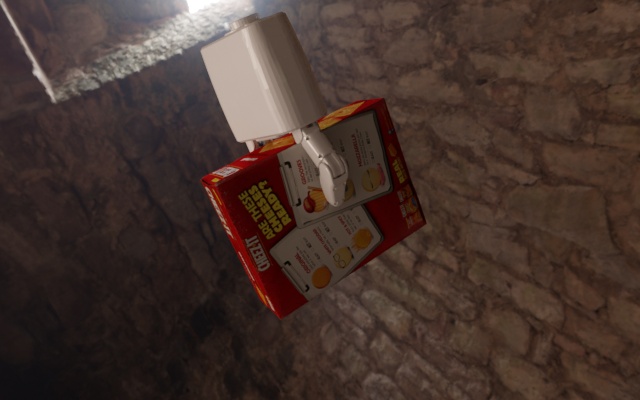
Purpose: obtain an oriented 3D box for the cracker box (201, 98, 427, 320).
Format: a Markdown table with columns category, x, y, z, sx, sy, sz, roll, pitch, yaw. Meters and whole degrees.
| category | x | y | z | sx | sy | sz | roll | pitch | yaw |
| --- | --- | --- | --- | --- | --- | --- | --- | --- | --- |
| cracker box | 0.000 | 0.002 | 0.539 | 0.213 | 0.164 | 0.072 | -30 | 20 | -21 |
